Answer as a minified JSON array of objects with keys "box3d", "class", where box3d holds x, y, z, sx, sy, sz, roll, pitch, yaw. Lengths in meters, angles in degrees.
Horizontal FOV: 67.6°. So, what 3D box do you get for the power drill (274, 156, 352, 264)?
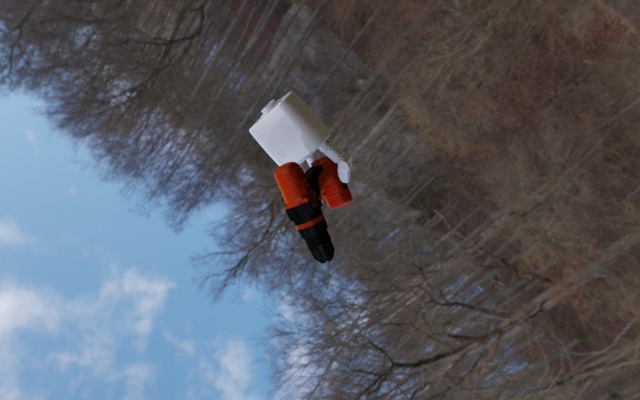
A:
[{"box3d":[0.000,0.002,0.869,0.057,0.184,0.187,-19,9,24],"class":"power drill"}]
